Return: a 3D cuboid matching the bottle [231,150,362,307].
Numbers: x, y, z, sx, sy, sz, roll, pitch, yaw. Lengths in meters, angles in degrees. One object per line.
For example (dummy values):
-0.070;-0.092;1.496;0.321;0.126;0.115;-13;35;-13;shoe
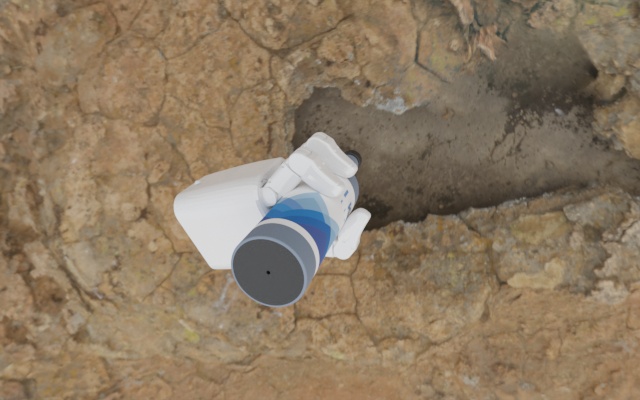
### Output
0.000;0.002;0.512;0.069;0.069;0.295;0;23;18;bottle
